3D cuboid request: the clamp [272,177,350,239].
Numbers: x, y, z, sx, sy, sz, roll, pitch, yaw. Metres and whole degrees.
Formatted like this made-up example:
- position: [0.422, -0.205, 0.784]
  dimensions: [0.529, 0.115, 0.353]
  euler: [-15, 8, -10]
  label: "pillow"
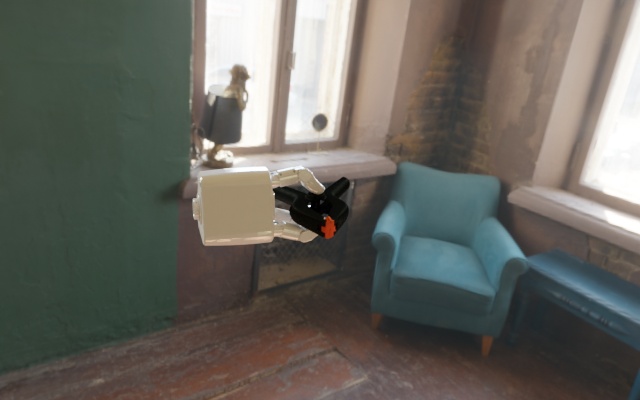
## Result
- position: [0.000, 0.002, 0.791]
  dimensions: [0.164, 0.036, 0.210]
  euler: [-6, 23, -18]
  label: "clamp"
